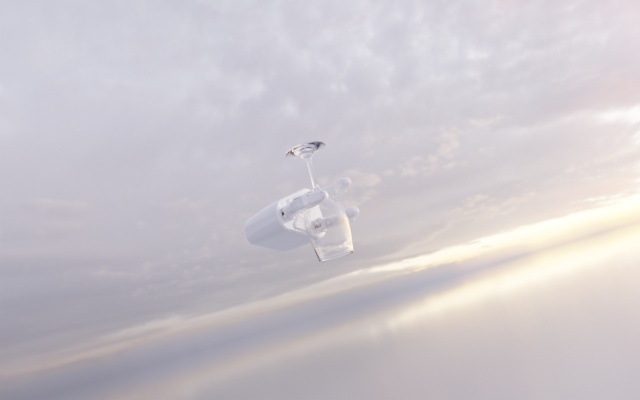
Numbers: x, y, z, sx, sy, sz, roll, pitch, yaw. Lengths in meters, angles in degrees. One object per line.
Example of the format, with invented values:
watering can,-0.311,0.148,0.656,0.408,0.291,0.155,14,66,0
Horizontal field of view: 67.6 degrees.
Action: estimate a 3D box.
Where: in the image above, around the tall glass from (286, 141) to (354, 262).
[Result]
tall glass,0.000,0.002,0.834,0.079,0.201,0.079,-16,-13,-4
